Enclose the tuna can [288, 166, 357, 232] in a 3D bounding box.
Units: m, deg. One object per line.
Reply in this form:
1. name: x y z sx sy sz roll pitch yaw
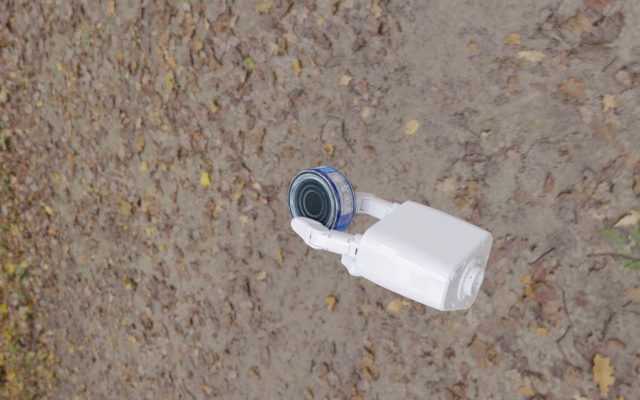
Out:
1. tuna can: 0.000 0.002 0.580 0.086 0.086 0.034 0 9 44
